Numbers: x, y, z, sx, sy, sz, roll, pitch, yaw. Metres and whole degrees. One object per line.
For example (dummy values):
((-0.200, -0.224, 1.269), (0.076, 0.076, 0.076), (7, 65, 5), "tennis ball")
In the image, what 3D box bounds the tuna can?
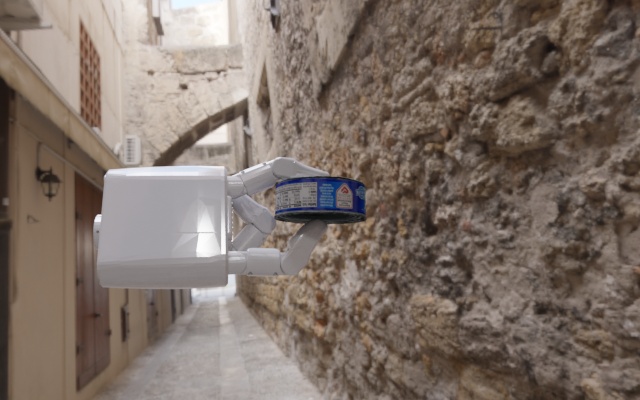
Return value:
((0.000, 0.001, 0.446), (0.086, 0.033, 0.086), (1, -9, 0), "tuna can")
